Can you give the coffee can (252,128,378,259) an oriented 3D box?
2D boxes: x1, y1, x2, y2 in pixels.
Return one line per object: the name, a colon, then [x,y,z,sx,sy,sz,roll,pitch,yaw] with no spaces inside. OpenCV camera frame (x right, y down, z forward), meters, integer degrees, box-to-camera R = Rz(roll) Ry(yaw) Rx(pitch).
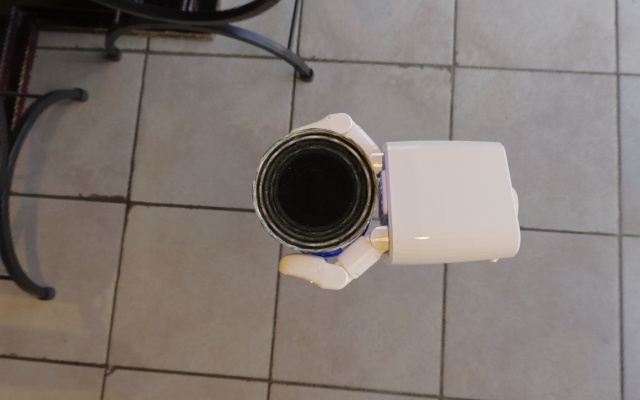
coffee can: [0.000,0.001,0.452,0.103,0.103,0.140,0,-8,4]
